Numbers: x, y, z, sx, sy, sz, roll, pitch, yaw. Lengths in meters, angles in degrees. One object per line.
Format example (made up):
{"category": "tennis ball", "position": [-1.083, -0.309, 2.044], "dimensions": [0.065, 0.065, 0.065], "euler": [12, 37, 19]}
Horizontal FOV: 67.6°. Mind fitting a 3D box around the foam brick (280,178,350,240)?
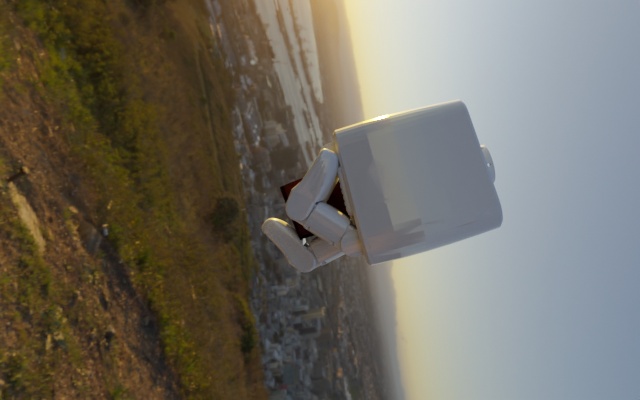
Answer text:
{"category": "foam brick", "position": [0.000, 0.001, 0.453], "dimensions": [0.051, 0.053, 0.078], "euler": [-21, 1, 6]}
